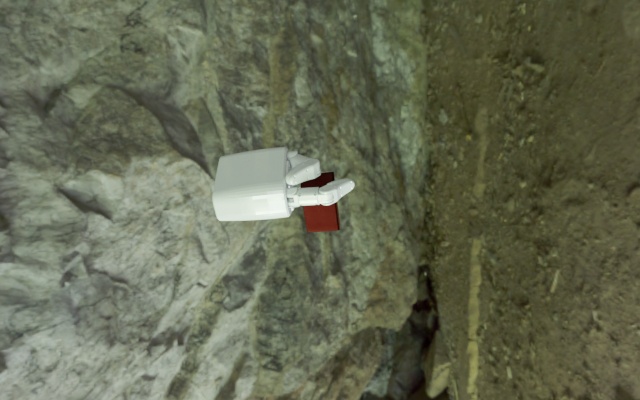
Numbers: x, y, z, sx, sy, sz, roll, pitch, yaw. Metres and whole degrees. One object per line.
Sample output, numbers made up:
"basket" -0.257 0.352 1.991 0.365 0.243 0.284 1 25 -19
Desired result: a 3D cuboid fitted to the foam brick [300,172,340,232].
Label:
"foam brick" 0.000 0.003 0.733 0.051 0.078 0.053 -6 28 3
